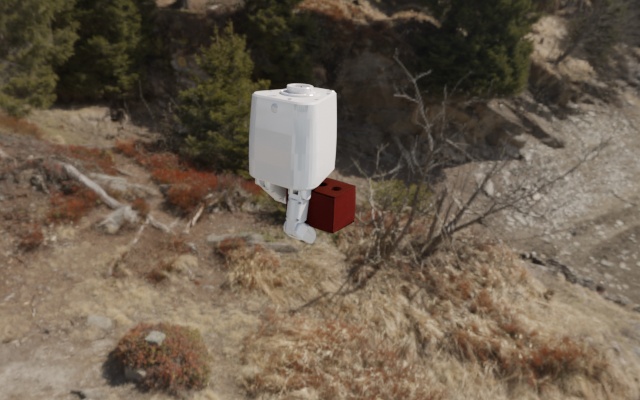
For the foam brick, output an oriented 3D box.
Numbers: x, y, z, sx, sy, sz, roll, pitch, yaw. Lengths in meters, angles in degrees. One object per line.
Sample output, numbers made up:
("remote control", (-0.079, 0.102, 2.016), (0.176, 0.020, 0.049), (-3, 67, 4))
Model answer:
("foam brick", (0.000, 0.002, 0.620), (0.078, 0.051, 0.053), (17, 26, 30))
